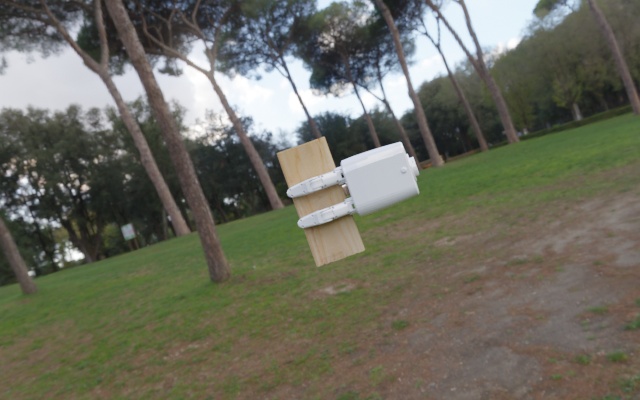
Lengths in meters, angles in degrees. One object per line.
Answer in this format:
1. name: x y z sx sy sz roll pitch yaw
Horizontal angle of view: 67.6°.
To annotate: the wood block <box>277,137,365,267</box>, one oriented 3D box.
1. wood block: 0.000 0.003 0.852 0.090 0.206 0.091 -19 0 0
